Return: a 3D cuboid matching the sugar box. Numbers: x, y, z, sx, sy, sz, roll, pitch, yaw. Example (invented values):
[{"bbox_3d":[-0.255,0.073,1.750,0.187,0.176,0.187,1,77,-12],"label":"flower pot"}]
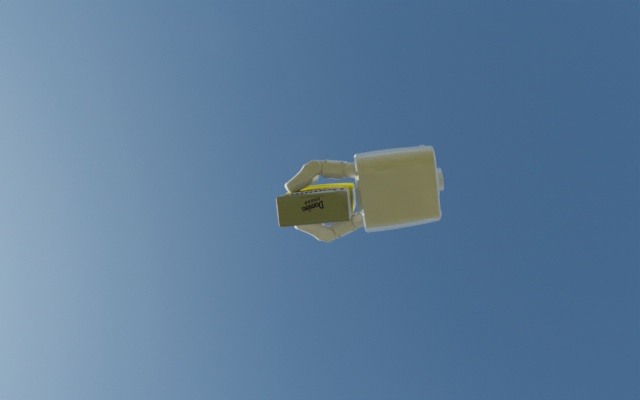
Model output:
[{"bbox_3d":[0.000,0.002,0.683,0.093,0.048,0.176,-5,2,7],"label":"sugar box"}]
